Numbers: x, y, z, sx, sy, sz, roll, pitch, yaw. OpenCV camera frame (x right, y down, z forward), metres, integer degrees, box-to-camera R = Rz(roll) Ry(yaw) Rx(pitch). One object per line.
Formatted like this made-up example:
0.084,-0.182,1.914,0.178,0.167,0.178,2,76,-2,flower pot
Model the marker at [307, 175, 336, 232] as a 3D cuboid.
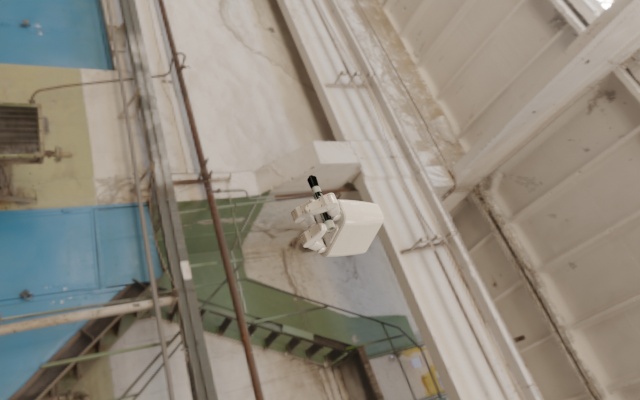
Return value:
0.000,0.003,0.893,0.020,0.121,0.020,-16,-29,-9,marker
